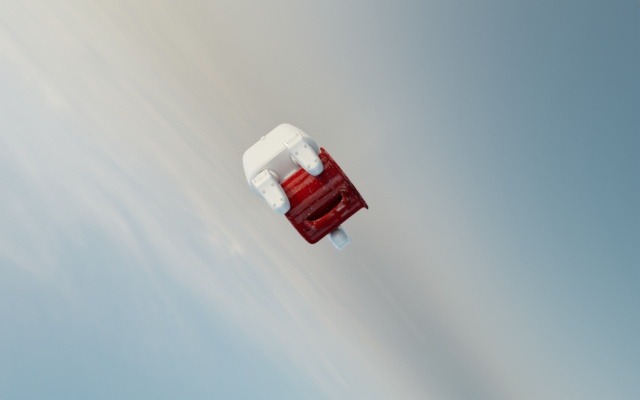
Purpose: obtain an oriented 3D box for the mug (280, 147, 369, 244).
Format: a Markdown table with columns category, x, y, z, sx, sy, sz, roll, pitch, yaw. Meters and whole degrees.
| category | x | y | z | sx | sy | sz | roll | pitch | yaw |
| --- | --- | --- | --- | --- | --- | --- | --- | --- | --- |
| mug | 0.000 | 0.002 | 0.553 | 0.081 | 0.093 | 0.117 | -38 | 25 | 0 |
